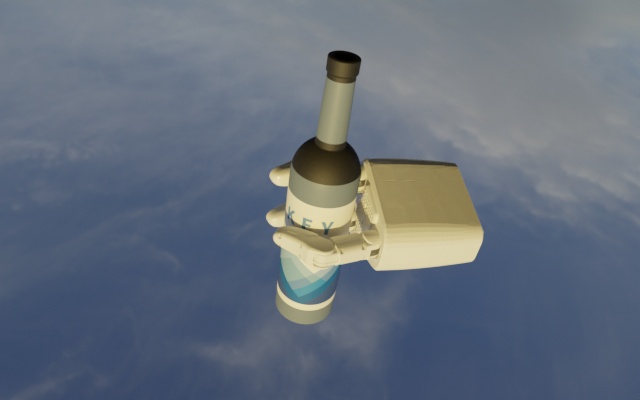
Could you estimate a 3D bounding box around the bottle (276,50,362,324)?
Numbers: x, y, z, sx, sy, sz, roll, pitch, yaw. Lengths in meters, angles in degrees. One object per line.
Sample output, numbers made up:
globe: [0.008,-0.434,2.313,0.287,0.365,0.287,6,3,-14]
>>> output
bottle: [0.000,0.002,0.468,0.069,0.296,0.069,6,37,-5]
